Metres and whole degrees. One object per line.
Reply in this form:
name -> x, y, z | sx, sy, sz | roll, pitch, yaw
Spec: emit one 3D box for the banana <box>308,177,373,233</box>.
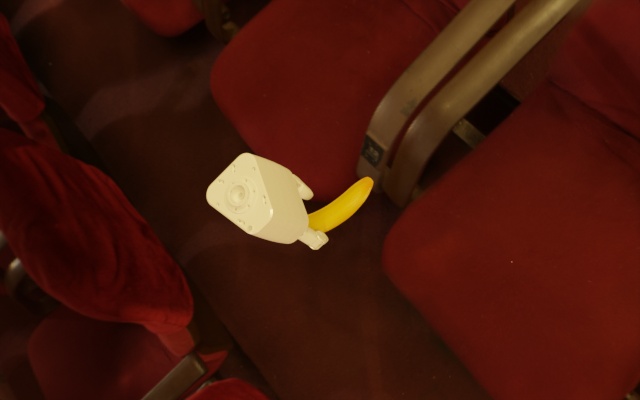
banana -> 0.001, 0.021, 0.794 | 0.198, 0.069, 0.037 | -19, -20, 21
